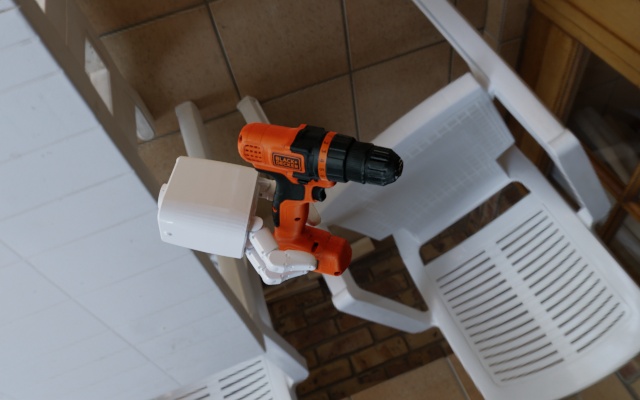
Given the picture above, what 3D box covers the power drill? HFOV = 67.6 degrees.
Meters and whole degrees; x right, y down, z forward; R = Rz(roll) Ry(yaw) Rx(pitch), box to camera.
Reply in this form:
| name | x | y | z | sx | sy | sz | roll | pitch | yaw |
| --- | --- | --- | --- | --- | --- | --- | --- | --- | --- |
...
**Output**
| name | x | y | z | sx | sy | sz | roll | pitch | yaw |
| --- | --- | --- | --- | --- | --- | --- | --- | --- | --- |
| power drill | 0.000 | 0.002 | 0.557 | 0.184 | 0.188 | 0.057 | 14 | 41 | 19 |
